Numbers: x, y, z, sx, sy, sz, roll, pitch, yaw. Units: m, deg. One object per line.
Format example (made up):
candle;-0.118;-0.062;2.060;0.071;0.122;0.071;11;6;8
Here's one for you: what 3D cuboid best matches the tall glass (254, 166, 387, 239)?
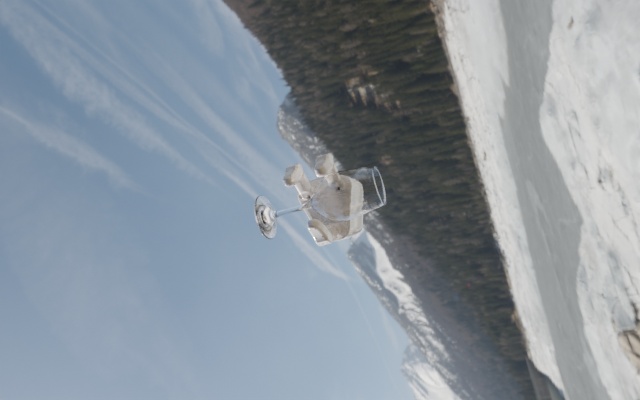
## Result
tall glass;-0.001;0.003;0.757;0.201;0.079;0.079;-16;-5;19
